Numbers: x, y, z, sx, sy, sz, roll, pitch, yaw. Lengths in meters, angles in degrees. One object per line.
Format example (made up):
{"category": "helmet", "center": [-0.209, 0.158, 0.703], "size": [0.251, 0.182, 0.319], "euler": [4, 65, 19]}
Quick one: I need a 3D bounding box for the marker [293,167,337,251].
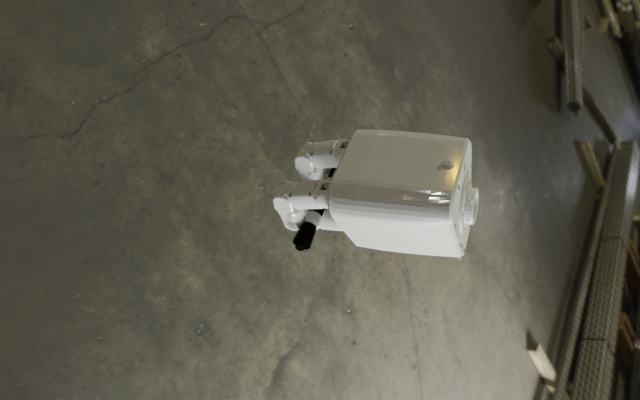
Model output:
{"category": "marker", "center": [0.000, 0.002, 0.499], "size": [0.020, 0.121, 0.020], "euler": [16, -35, 12]}
